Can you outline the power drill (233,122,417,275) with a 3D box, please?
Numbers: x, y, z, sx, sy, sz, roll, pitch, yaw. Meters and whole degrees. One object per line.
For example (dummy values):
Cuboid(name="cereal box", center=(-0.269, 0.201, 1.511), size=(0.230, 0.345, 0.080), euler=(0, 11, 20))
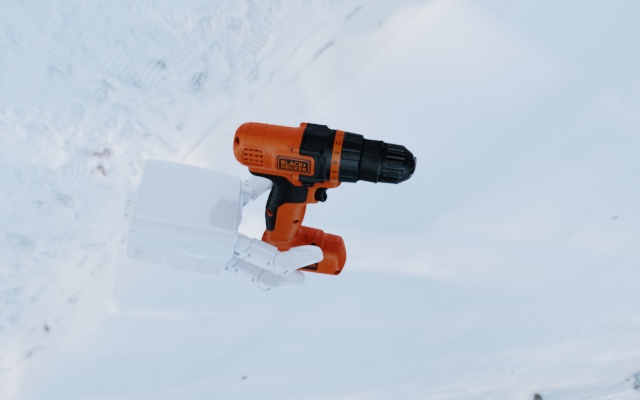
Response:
Cuboid(name="power drill", center=(0.000, 0.002, 0.528), size=(0.184, 0.188, 0.057), euler=(10, 42, 6))
